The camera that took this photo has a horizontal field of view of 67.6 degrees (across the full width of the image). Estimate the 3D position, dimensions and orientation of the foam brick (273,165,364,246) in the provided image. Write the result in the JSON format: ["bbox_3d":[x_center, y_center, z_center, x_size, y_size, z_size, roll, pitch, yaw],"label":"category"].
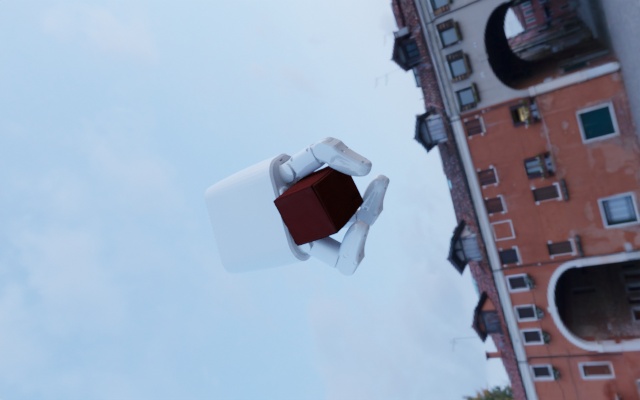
[{"bbox_3d":[0.000,0.002,0.480,0.051,0.053,0.078,-20,12,32],"label":"foam brick"}]
